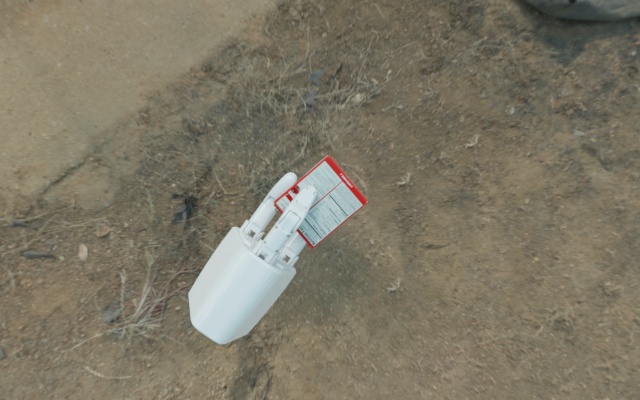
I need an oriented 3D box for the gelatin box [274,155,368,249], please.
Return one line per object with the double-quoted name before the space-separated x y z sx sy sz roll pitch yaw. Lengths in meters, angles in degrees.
"gelatin box" 0.000 0.002 0.570 0.089 0.073 0.030 -41 0 4
